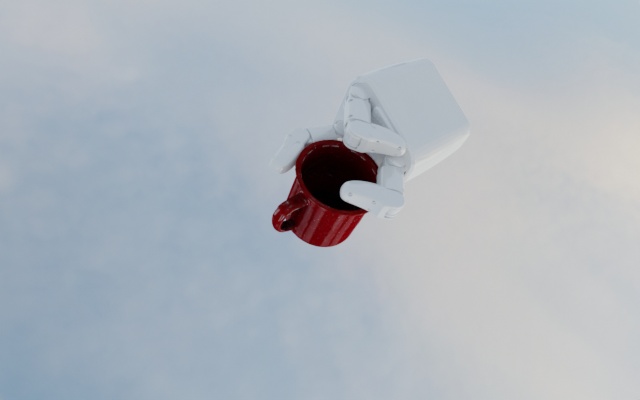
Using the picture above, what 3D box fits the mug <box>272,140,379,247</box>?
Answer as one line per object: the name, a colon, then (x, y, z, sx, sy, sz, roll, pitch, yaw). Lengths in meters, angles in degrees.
mug: (-0.001, 0.002, 0.498, 0.117, 0.093, 0.081, -27, -21, -32)
